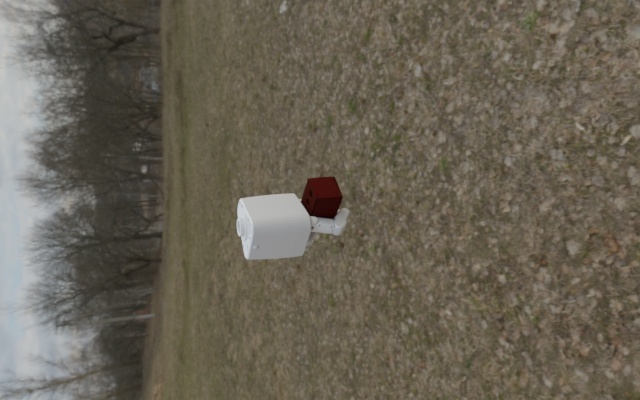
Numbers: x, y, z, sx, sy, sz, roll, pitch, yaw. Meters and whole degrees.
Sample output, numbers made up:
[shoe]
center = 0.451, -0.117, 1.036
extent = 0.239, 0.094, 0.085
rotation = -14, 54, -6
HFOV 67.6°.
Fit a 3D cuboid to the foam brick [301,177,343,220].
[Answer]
[foam brick]
center = 0.000, 0.003, 0.860
extent = 0.051, 0.053, 0.078
rotation = -3, -44, -22
